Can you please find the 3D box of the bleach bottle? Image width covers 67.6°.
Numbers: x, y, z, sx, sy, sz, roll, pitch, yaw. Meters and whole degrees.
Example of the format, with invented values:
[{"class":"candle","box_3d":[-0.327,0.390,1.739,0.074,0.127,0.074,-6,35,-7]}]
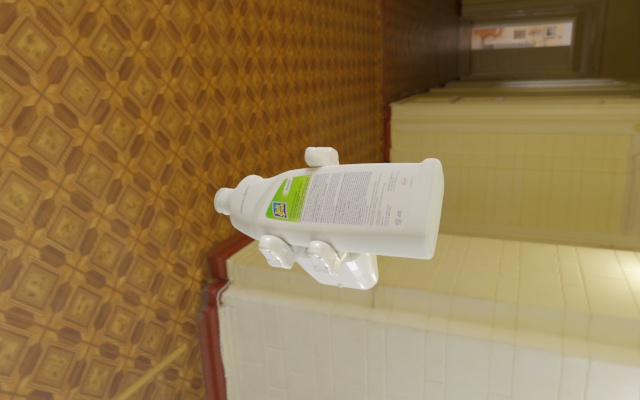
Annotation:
[{"class":"bleach bottle","box_3d":[0.000,0.002,0.522,0.251,0.102,0.068,4,-29,22]}]
